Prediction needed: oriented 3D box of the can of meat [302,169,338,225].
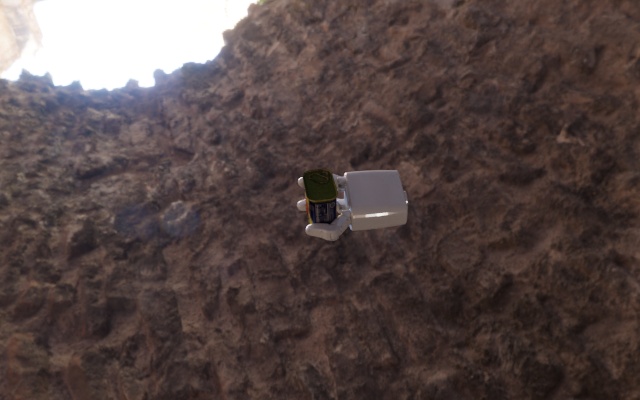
[{"bbox_3d":[0.000,0.003,0.898,0.057,0.084,0.102,-7,37,-5],"label":"can of meat"}]
